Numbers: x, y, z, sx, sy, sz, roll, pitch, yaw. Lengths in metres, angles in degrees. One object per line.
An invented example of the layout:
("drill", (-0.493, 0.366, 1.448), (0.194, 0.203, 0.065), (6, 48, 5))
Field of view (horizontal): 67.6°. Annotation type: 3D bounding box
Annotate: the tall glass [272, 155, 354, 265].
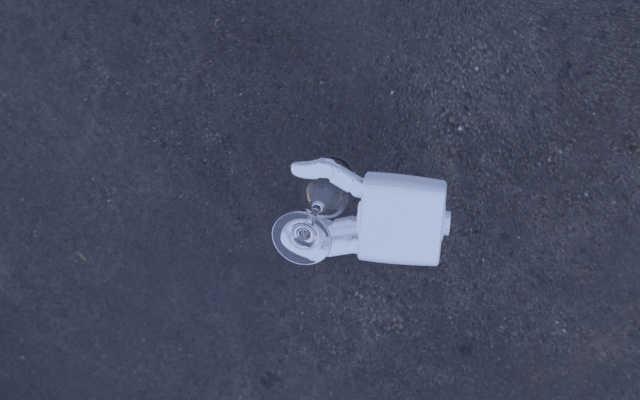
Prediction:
("tall glass", (0.000, 0.002, 0.655), (0.079, 0.079, 0.201), (0, 26, 14))
